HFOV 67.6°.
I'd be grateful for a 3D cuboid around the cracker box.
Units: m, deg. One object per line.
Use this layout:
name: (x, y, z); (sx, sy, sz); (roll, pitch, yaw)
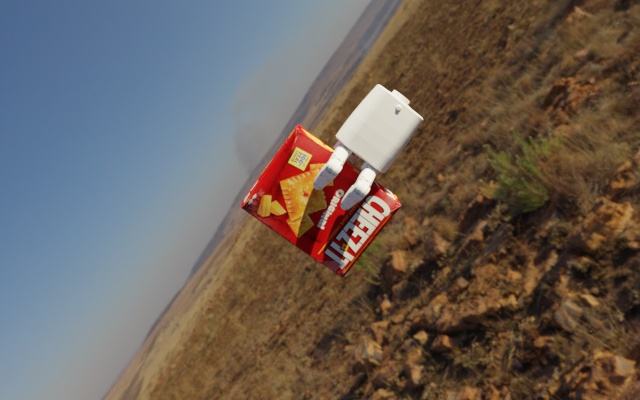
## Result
cracker box: (0.000, 0.002, 0.801); (0.214, 0.164, 0.072); (36, 12, -8)
